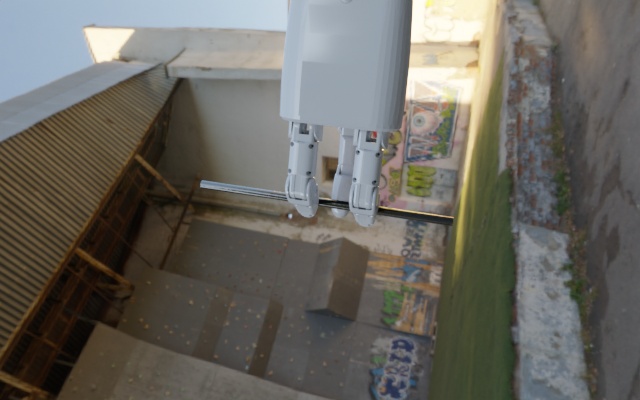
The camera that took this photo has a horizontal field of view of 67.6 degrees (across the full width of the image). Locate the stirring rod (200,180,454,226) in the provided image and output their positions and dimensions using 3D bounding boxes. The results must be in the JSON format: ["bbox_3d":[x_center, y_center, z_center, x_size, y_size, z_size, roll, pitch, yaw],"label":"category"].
[{"bbox_3d":[0.000,0.001,0.445,0.239,0.011,0.011,8,2,12],"label":"stirring rod"}]
